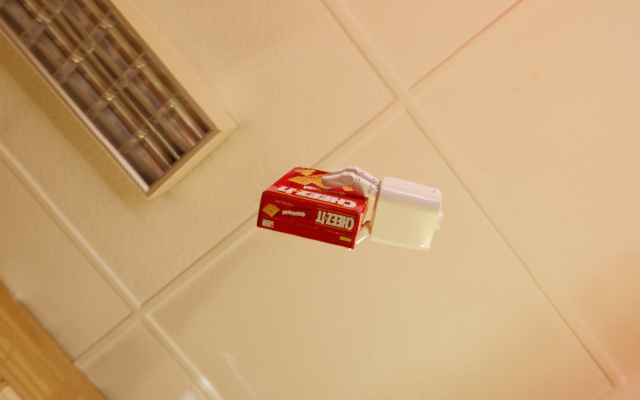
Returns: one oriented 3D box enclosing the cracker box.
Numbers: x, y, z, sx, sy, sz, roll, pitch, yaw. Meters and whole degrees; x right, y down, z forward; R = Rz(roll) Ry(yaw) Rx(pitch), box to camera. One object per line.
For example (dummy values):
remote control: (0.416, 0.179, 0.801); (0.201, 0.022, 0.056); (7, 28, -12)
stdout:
cracker box: (0.000, 0.003, 0.850); (0.164, 0.072, 0.213); (12, 17, 8)
